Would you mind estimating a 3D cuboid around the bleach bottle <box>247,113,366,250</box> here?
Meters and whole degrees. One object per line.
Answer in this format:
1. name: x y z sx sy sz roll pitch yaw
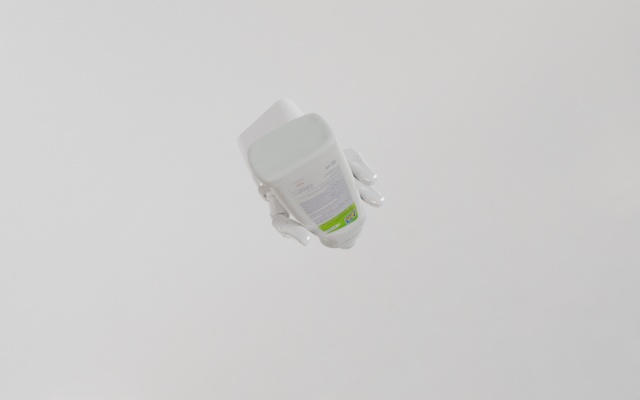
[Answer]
1. bleach bottle: 0.000 0.002 0.617 0.102 0.068 0.251 -30 -34 -2
